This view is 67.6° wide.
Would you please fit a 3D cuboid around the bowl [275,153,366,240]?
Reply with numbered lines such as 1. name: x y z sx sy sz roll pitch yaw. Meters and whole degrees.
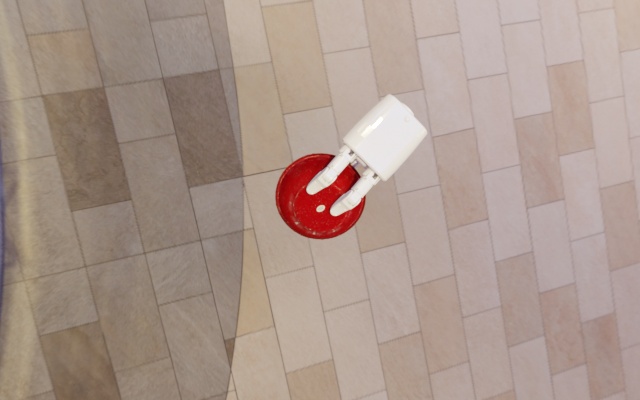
1. bowl: -0.001 0.004 0.825 0.162 0.162 0.055 0 19 0
